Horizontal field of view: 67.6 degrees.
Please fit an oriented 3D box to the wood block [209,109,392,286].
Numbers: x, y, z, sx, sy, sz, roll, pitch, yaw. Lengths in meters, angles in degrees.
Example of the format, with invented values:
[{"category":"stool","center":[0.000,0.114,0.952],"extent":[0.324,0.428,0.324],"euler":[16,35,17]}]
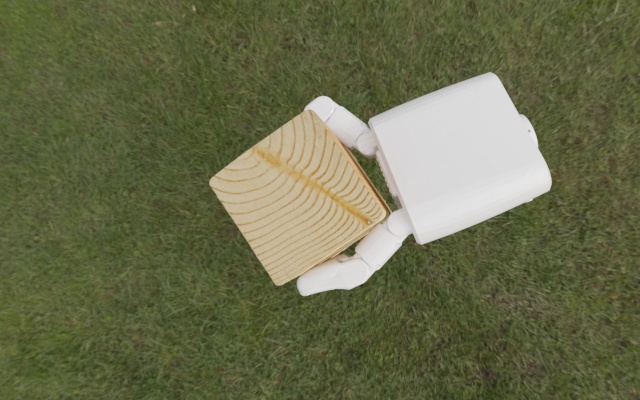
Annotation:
[{"category":"wood block","center":[0.000,0.001,0.420],"extent":[0.090,0.091,0.206],"euler":[-35,-8,7]}]
